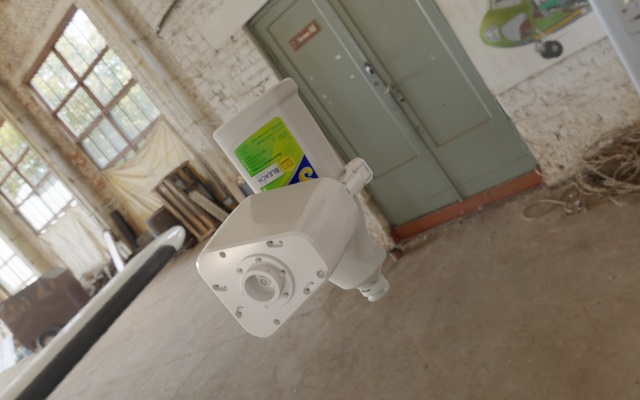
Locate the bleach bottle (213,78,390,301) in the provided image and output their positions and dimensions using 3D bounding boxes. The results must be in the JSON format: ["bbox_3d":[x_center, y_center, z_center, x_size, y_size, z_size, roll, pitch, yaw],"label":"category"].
[{"bbox_3d":[0.000,0.002,0.514,0.102,0.251,0.068,-32,12,24],"label":"bleach bottle"}]
